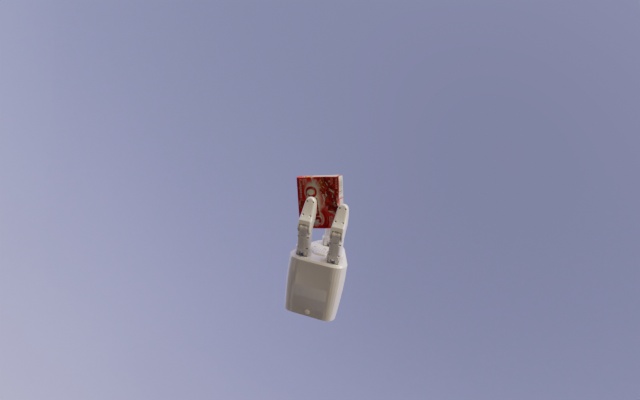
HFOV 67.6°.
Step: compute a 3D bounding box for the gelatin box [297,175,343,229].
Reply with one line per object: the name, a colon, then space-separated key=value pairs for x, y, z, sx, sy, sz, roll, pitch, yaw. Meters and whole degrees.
gelatin box: x=0.000 y=0.002 z=0.801 sx=0.073 sy=0.089 sz=0.030 roll=0 pitch=8 yaw=16
